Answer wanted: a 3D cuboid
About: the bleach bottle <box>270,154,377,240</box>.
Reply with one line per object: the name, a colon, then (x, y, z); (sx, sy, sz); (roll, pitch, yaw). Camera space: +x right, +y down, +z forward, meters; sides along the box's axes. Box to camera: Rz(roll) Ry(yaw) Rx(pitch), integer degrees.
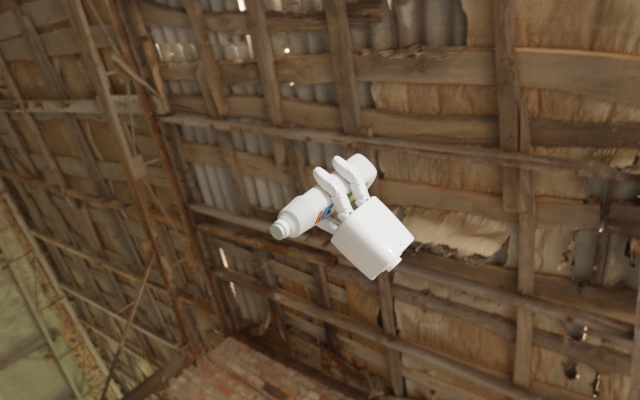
bleach bottle: (0.000, 0.003, 0.864); (0.250, 0.068, 0.103); (-36, -12, -42)
